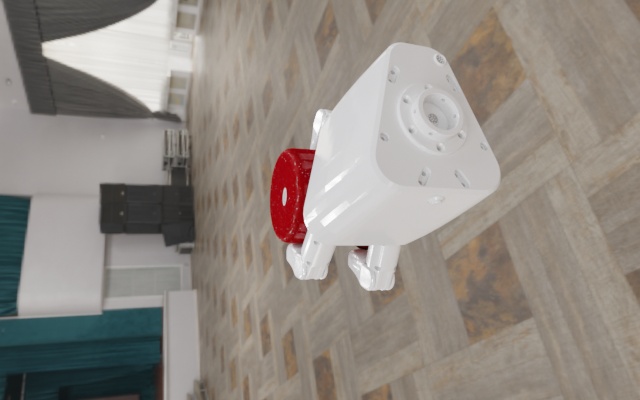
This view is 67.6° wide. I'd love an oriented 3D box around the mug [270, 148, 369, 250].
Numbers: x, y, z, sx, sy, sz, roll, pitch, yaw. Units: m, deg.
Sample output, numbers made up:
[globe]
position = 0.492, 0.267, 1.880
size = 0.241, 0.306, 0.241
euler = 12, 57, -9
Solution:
[mug]
position = -0.001, 0.002, 0.432
size = 0.081, 0.093, 0.117
euler = 2, -22, -22
